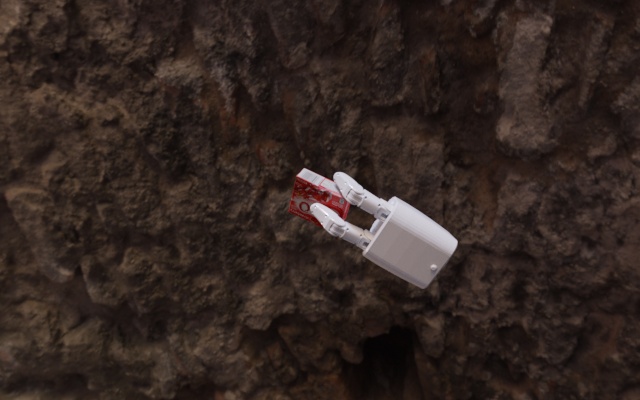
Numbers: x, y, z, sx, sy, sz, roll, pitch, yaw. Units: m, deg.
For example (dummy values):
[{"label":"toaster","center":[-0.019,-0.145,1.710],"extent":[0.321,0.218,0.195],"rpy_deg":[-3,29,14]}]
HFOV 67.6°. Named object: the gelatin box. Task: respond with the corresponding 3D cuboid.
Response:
[{"label":"gelatin box","center":[0.000,0.002,0.733],"extent":[0.089,0.073,0.030],"rpy_deg":[26,40,13]}]
